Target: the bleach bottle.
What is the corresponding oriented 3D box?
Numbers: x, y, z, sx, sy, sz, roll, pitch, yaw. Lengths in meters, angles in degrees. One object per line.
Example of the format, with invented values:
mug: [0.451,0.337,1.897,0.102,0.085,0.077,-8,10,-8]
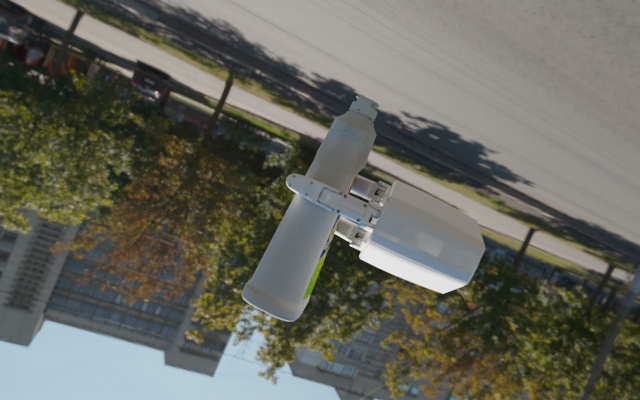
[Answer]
bleach bottle: [0.000,0.002,0.532,0.068,0.251,0.102,25,2,6]
